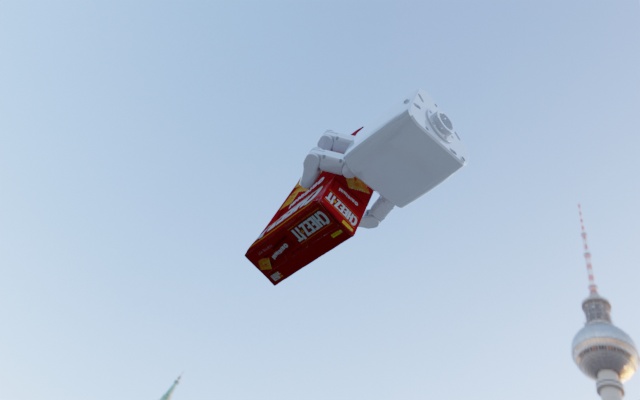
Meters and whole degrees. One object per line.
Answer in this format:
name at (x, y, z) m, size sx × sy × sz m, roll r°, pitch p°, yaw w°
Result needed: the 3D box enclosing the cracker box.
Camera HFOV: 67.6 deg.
cracker box at (0.000, 0.002, 0.691) m, size 0.164 × 0.072 × 0.213 m, roll -37°, pitch 13°, yaw 37°
